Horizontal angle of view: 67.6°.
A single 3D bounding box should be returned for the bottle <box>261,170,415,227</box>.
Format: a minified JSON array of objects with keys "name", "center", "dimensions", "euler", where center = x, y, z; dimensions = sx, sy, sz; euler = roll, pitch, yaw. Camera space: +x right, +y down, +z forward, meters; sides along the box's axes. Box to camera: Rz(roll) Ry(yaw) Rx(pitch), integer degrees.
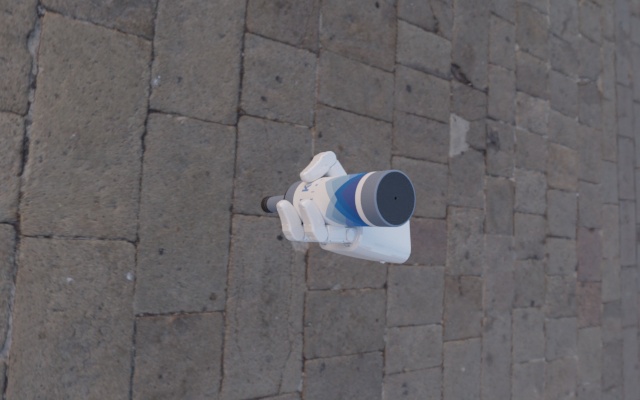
[{"name":"bottle","center":[0.000,0.002,0.667],"dimensions":[0.069,0.069,0.296],"euler":[0,-2,-36]}]
